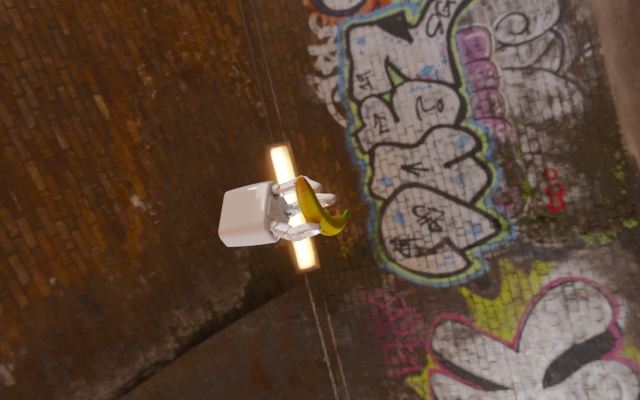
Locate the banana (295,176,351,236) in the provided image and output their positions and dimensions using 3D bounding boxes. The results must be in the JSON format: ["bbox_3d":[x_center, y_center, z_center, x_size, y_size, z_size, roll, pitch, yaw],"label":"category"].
[{"bbox_3d":[0.001,0.022,0.863,0.037,0.069,0.198,-6,-21,25],"label":"banana"}]
